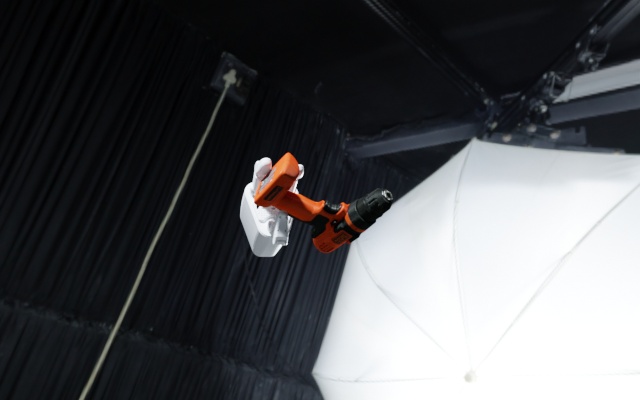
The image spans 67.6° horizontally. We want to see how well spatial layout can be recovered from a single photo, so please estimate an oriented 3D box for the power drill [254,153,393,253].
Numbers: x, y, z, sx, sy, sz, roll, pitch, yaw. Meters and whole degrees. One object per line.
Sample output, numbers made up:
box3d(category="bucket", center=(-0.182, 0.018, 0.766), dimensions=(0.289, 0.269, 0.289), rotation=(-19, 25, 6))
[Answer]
box3d(category="power drill", center=(0.000, 0.002, 0.787), dimensions=(0.188, 0.057, 0.184), rotation=(33, -48, -19))
